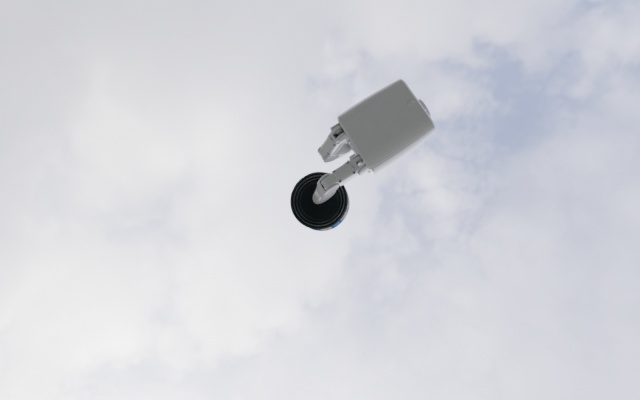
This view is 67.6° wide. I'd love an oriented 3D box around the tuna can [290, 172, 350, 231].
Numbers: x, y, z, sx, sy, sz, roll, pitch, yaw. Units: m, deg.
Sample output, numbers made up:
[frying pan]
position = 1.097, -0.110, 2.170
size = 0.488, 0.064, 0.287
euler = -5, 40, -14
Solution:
[tuna can]
position = 0.000, 0.002, 0.713
size = 0.086, 0.086, 0.034
euler = 0, -9, 10
